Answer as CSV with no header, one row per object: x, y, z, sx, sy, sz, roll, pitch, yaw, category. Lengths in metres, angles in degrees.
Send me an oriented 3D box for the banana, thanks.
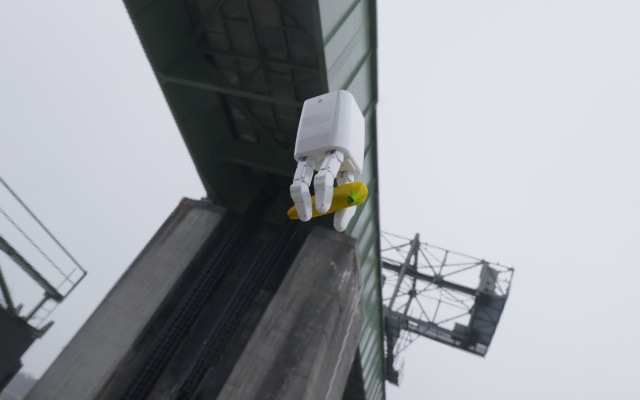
0.018,-0.001,0.754,0.069,0.037,0.198,-10,-5,-31,banana
